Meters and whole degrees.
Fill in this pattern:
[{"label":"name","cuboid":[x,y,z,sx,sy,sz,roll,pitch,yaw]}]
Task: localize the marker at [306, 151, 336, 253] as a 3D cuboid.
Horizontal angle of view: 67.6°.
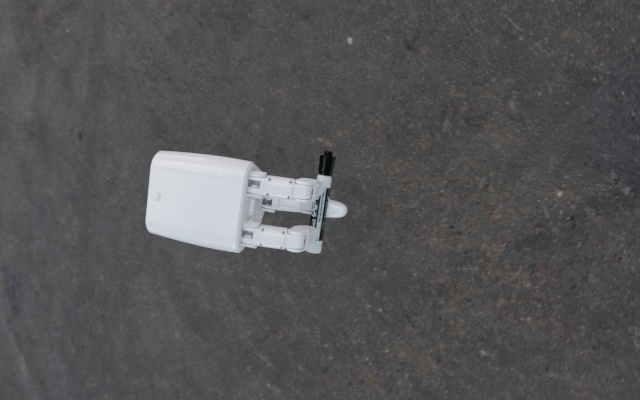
[{"label":"marker","cuboid":[0.000,0.002,0.563,0.020,0.121,0.020,9,9,-1]}]
